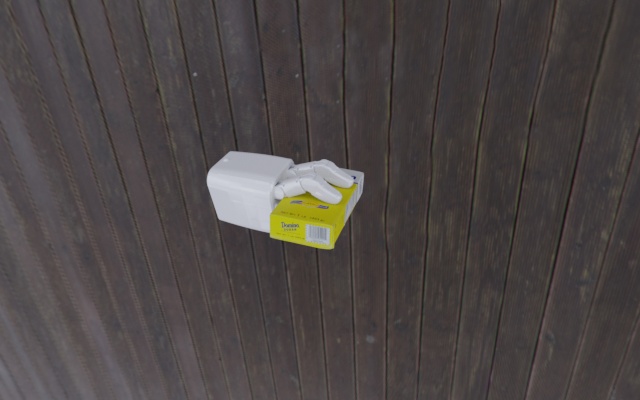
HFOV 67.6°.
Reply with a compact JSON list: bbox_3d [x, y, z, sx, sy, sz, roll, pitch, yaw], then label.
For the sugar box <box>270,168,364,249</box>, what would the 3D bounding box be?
[{"bbox_3d":[0.000,0.002,0.714,0.093,0.048,0.176,11,33,14],"label":"sugar box"}]
